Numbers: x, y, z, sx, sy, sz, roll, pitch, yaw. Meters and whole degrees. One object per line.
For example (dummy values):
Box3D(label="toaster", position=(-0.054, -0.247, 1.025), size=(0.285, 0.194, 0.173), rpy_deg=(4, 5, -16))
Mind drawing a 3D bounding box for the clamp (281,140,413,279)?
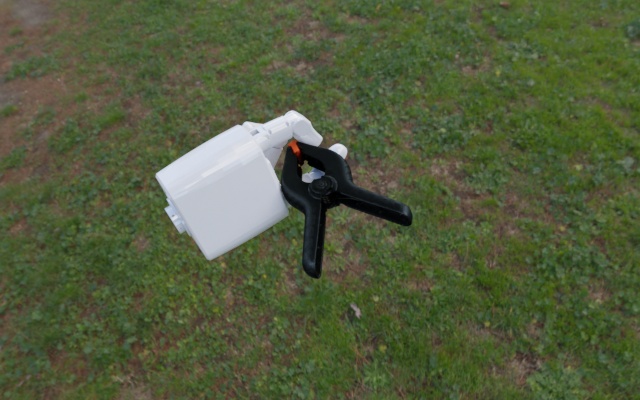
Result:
Box3D(label="clamp", position=(0.000, 0.001, 0.509), size=(0.120, 0.039, 0.171), rpy_deg=(-33, 51, -16))
